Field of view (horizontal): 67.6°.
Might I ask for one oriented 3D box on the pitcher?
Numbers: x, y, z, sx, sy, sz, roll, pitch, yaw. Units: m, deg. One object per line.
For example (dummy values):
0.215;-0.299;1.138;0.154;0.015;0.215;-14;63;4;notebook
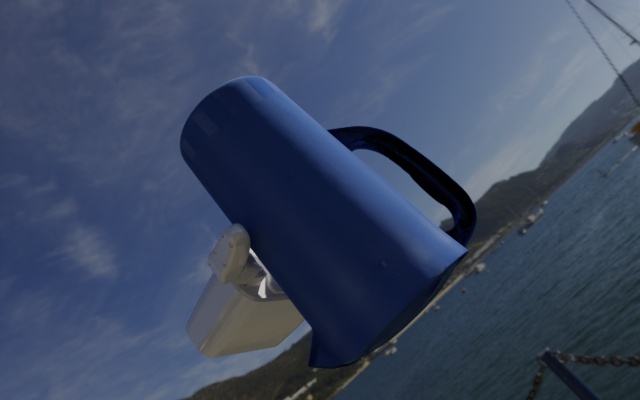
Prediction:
0.000;0.001;0.406;0.242;0.145;0.149;47;32;18;pitcher
